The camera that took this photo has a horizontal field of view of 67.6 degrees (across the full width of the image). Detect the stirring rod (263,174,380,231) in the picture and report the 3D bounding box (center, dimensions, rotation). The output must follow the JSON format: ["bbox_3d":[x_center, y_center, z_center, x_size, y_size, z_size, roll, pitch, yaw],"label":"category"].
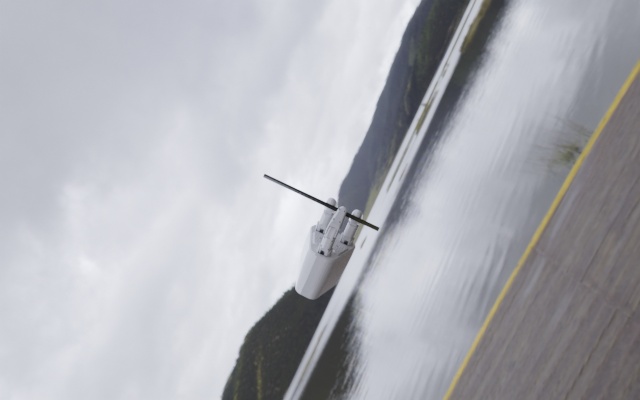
[{"bbox_3d":[0.000,0.003,0.900,0.239,0.011,0.011,25,3,7],"label":"stirring rod"}]
